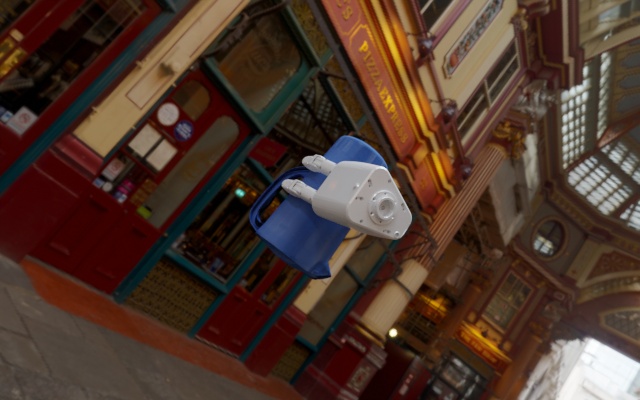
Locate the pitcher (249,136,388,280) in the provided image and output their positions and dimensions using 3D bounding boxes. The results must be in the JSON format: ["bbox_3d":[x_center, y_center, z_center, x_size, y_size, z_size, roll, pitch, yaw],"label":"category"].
[{"bbox_3d":[0.000,0.003,0.840,0.149,0.243,0.145,42,-12,-23],"label":"pitcher"}]
